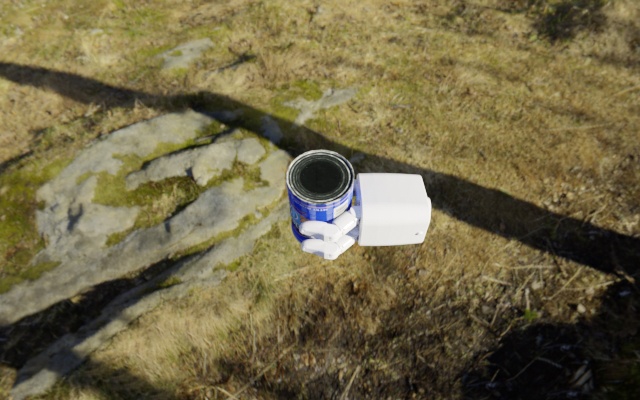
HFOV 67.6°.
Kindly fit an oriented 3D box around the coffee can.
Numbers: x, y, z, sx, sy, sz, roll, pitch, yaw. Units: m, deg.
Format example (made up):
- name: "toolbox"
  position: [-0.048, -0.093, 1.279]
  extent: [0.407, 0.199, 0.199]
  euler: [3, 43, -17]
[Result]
- name: "coffee can"
  position: [0.000, 0.003, 0.768]
  extent: [0.103, 0.102, 0.140]
  euler: [0, -34, 1]
